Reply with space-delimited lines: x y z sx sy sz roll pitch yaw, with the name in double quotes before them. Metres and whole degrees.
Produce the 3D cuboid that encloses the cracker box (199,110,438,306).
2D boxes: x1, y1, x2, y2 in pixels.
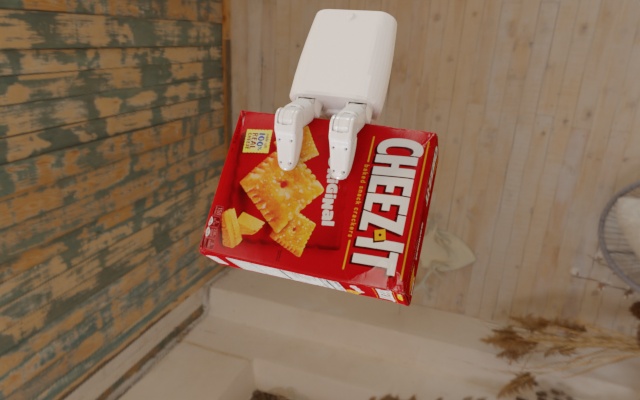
"cracker box" 0.000 0.002 0.493 0.213 0.164 0.072 9 -17 17
